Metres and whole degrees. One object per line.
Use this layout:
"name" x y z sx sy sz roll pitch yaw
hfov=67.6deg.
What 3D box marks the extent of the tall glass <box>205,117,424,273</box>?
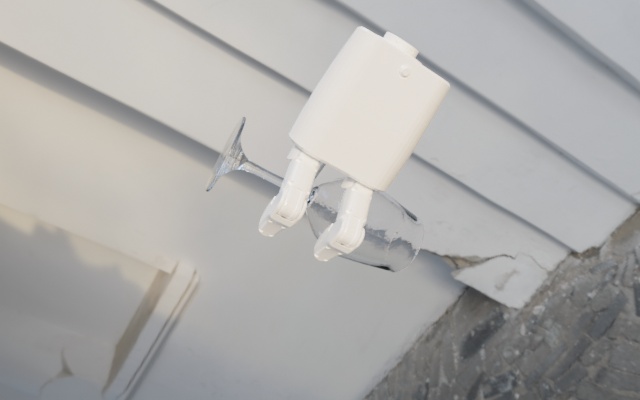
"tall glass" -0.001 0.001 0.451 0.201 0.079 0.079 27 -9 -17
